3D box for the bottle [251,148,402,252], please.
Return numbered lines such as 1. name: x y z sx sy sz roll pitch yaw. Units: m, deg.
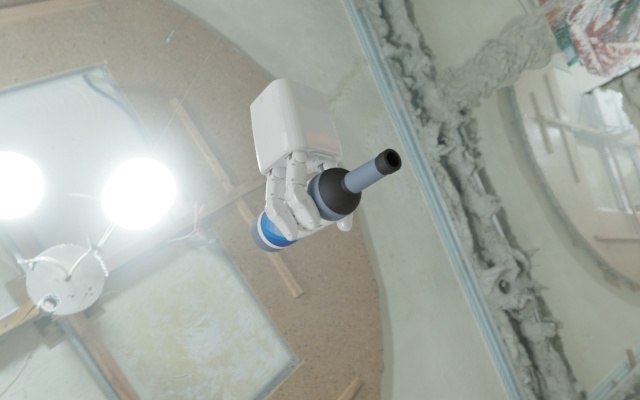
1. bottle: 0.000 0.002 0.648 0.069 0.069 0.296 0 -19 -36
